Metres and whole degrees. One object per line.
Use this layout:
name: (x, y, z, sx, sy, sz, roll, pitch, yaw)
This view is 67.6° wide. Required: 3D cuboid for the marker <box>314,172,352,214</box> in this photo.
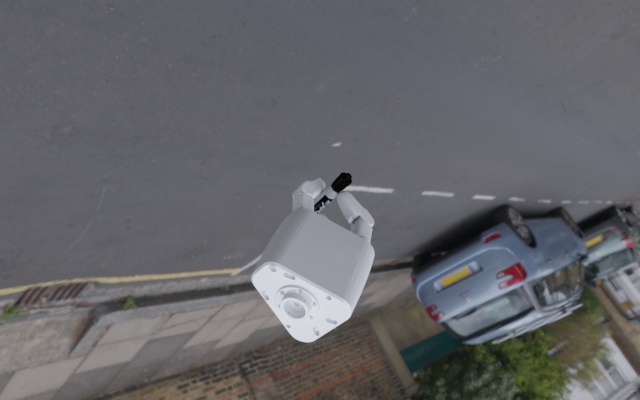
marker: (0.000, 0.002, 0.643, 0.020, 0.020, 0.121, 0, -34, -47)
